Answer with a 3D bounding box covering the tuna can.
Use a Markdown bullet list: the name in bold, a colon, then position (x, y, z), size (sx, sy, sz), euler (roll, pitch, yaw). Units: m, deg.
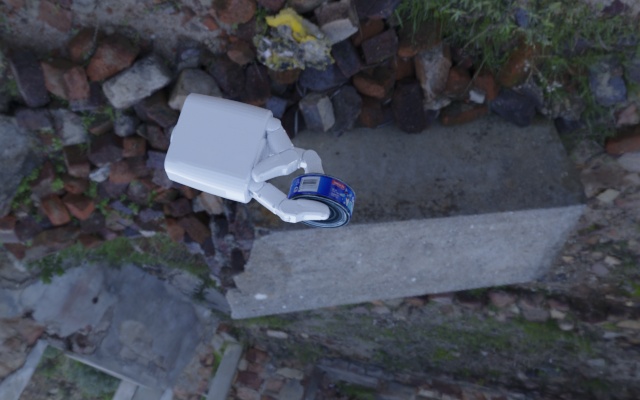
- **tuna can**: position (0.000, 0.003, 0.611), size (0.086, 0.033, 0.086), euler (10, -29, 6)
